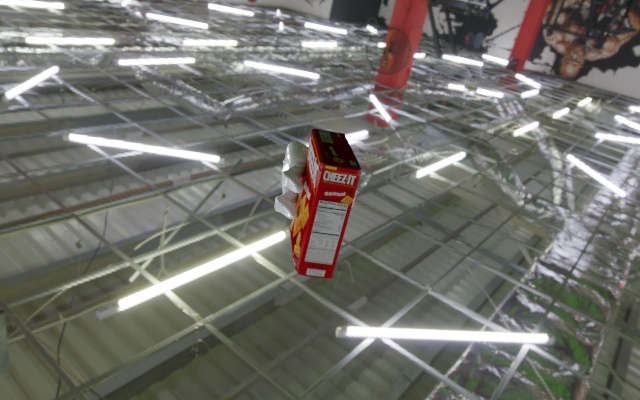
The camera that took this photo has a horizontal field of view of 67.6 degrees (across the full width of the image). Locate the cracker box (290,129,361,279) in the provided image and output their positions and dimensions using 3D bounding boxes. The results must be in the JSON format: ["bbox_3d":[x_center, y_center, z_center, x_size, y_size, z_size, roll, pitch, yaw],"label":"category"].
[{"bbox_3d":[0.000,0.003,0.842,0.072,0.214,0.164,7,26,-12],"label":"cracker box"}]
